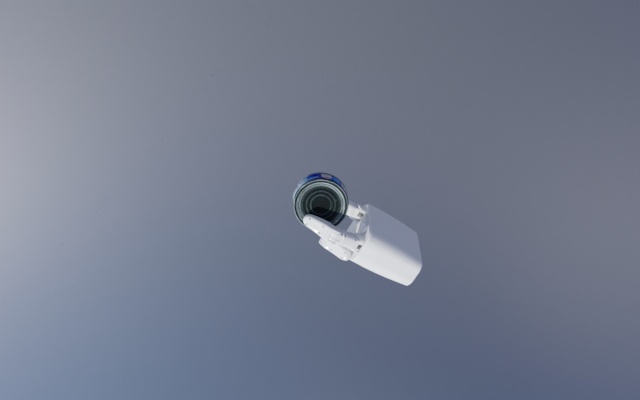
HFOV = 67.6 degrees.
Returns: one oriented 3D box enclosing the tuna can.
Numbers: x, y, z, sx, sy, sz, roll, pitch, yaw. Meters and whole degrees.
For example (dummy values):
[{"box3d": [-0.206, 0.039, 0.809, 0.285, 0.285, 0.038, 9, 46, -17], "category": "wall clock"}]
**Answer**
[{"box3d": [0.000, 0.003, 0.732, 0.086, 0.086, 0.033, 0, 20, -1], "category": "tuna can"}]
